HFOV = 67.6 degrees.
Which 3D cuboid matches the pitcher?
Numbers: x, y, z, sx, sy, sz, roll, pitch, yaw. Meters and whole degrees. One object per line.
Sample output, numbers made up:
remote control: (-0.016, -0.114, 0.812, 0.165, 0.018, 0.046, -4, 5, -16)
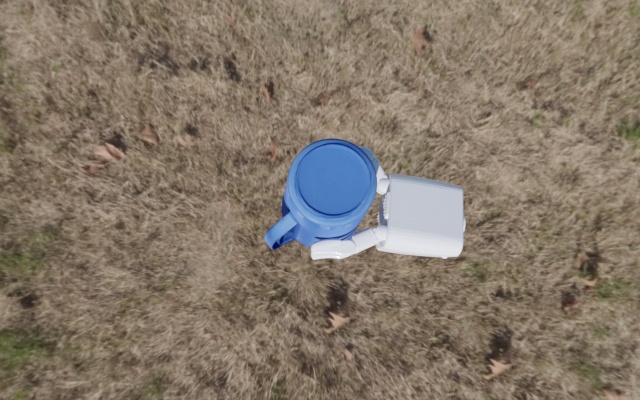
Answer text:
pitcher: (0.000, 0.002, 0.676, 0.145, 0.149, 0.243, 10, -9, -1)
